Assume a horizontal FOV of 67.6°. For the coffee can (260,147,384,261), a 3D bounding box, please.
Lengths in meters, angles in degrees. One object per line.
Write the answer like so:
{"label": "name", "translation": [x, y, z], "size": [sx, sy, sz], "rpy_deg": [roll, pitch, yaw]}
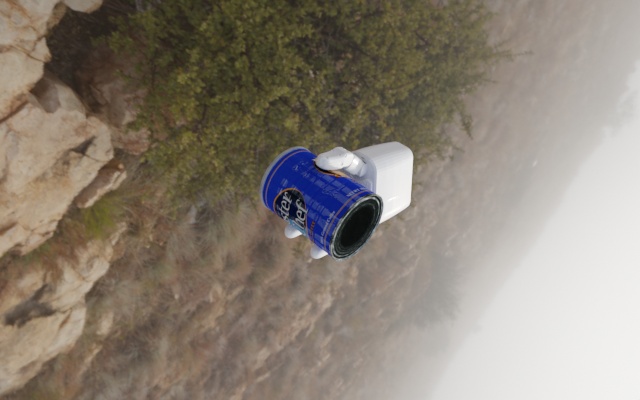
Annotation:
{"label": "coffee can", "translation": [0.000, 0.002, 0.654], "size": [0.140, 0.103, 0.103], "rpy_deg": [35, 20, 31]}
